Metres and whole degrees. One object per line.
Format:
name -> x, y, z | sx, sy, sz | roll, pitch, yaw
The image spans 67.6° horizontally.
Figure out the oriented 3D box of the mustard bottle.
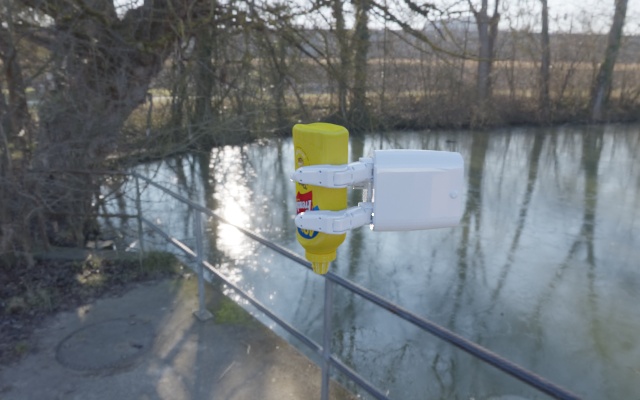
mustard bottle -> 0.000, 0.002, 0.603 | 0.058, 0.192, 0.096 | -8, 18, -25
